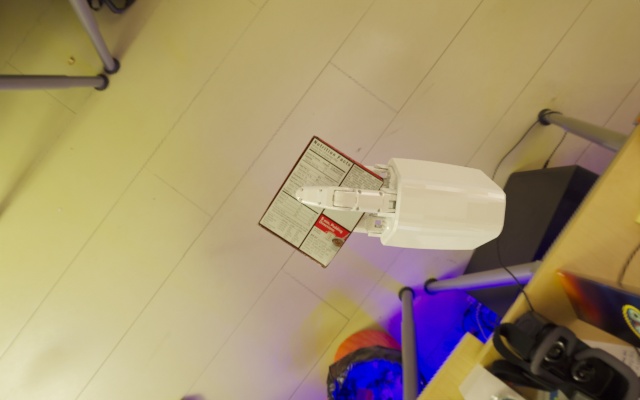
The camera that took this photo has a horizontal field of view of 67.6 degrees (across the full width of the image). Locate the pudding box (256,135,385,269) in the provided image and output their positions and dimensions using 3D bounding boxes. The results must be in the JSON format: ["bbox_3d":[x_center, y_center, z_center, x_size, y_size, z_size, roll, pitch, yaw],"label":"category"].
[{"bbox_3d":[0.000,0.002,0.504,0.090,0.113,0.039,33,0,0],"label":"pudding box"}]
